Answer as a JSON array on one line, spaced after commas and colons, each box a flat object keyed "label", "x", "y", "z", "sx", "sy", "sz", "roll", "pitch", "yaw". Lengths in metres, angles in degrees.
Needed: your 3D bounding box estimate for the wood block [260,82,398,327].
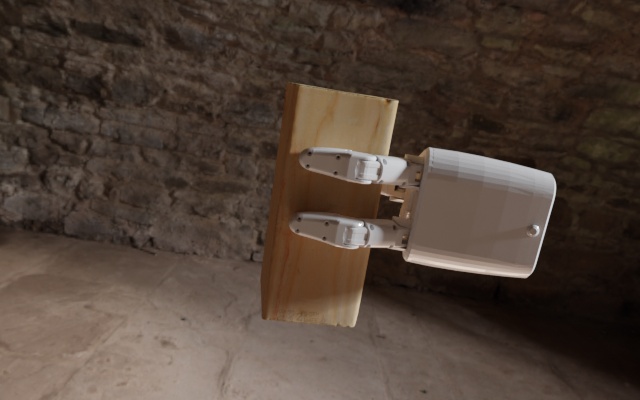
[{"label": "wood block", "x": 0.000, "y": 0.001, "z": 0.447, "sx": 0.090, "sy": 0.206, "sz": 0.090, "roll": 7, "pitch": 14, "yaw": -9}]
